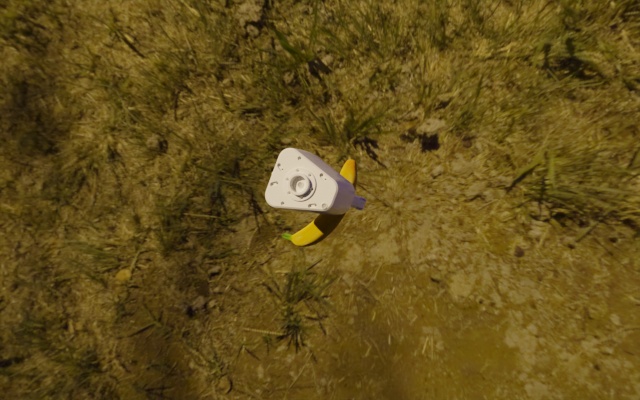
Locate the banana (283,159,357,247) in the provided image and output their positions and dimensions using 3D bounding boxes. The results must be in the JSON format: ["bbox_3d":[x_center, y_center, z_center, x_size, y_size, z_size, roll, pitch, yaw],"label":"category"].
[{"bbox_3d":[0.010,0.018,0.848,0.069,0.198,0.037,47,14,19],"label":"banana"}]
